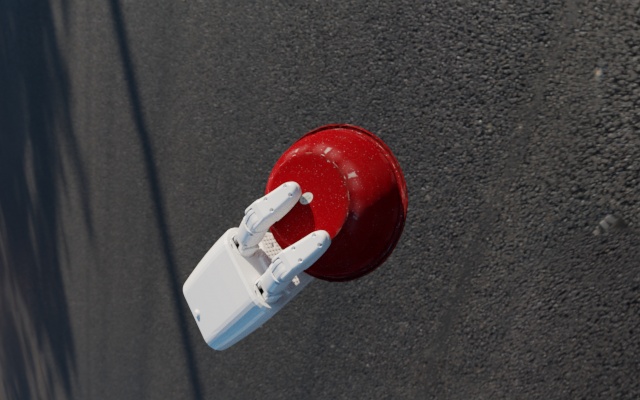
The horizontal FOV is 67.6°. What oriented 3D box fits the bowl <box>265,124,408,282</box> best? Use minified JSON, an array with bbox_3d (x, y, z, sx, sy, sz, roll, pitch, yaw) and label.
[{"bbox_3d":[0.001,0.000,0.467,0.162,0.162,0.055,0,-2,31],"label":"bowl"}]
